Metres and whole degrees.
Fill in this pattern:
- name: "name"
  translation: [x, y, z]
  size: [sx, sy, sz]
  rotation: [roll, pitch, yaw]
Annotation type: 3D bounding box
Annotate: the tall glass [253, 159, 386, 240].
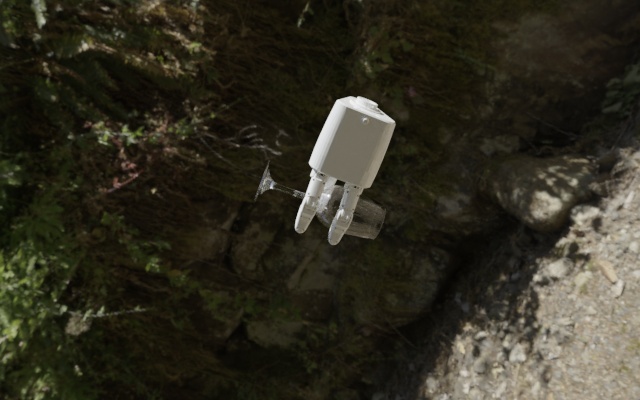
- name: "tall glass"
  translation: [-0.001, 0.002, 0.762]
  size: [0.201, 0.079, 0.079]
  rotation: [20, -3, -8]
